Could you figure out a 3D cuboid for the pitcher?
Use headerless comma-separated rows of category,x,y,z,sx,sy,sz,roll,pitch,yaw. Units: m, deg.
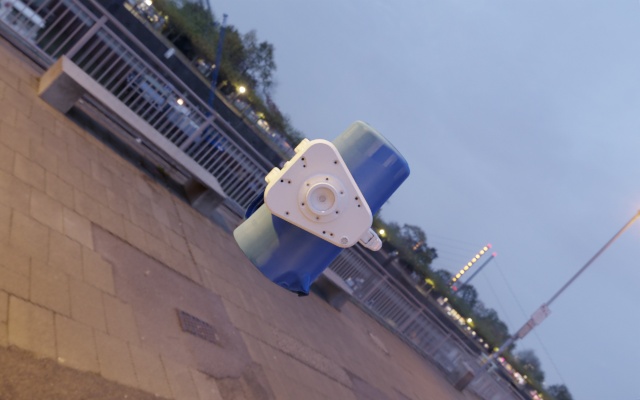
pitcher,0.000,0.002,0.676,0.149,0.243,0.145,45,2,-1
